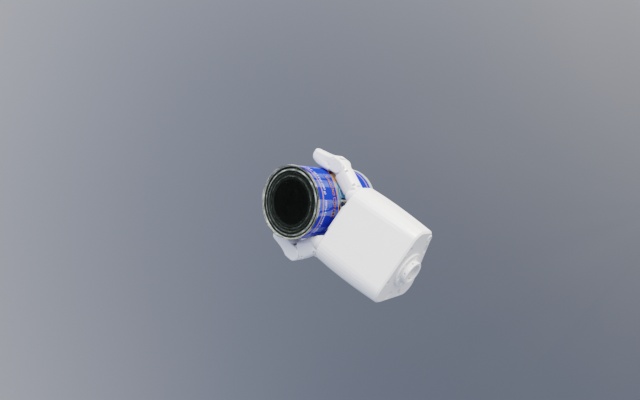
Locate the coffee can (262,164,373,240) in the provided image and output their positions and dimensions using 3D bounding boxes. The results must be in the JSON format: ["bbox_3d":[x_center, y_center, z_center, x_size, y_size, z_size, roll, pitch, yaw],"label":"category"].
[{"bbox_3d":[0.000,0.002,0.695,0.103,0.103,0.140,0,0,38],"label":"coffee can"}]
